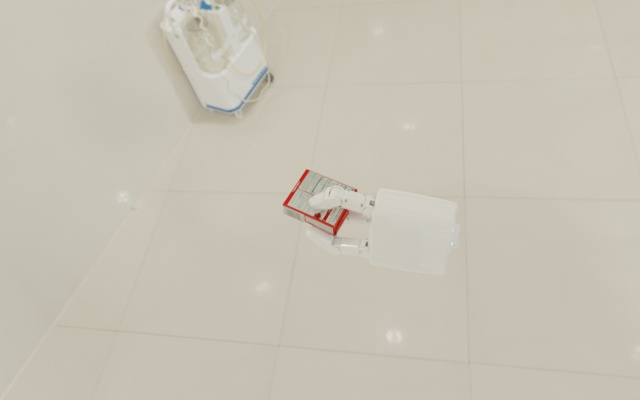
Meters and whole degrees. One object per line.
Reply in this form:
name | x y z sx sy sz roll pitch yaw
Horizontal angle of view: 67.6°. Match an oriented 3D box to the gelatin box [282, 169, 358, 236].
gelatin box | 0.000 0.002 0.702 0.089 0.073 0.030 23 -28 16
